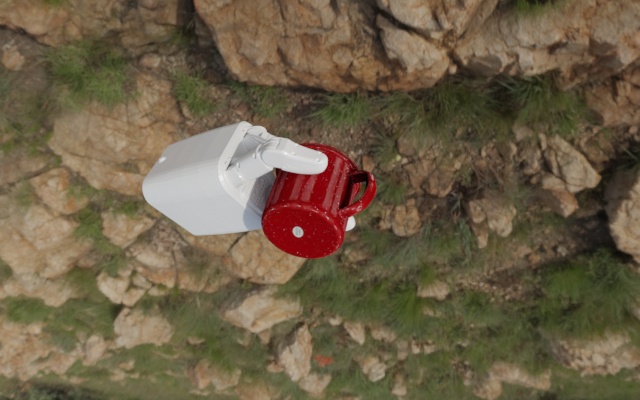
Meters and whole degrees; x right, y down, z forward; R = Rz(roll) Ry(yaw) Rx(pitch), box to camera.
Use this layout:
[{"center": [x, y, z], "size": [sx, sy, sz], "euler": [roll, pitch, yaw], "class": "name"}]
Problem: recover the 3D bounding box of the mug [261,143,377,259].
[{"center": [0.001, 0.002, 0.471], "size": [0.117, 0.081, 0.093], "euler": [-11, -49, 26], "class": "mug"}]
